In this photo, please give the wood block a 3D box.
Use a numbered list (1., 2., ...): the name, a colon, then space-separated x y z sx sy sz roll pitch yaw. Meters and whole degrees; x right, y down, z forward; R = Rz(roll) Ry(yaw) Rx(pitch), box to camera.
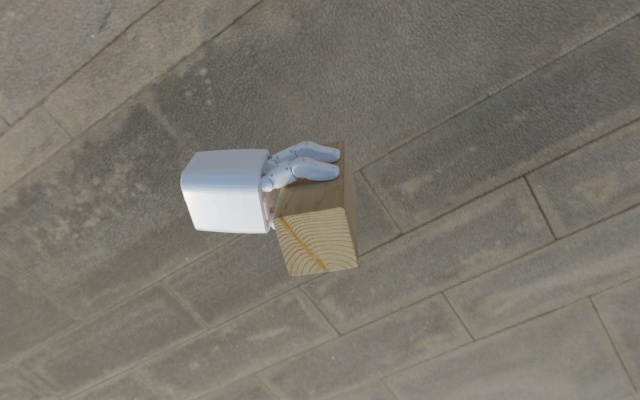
1. wood block: 0.000 0.003 0.665 0.090 0.091 0.206 -10 28 9
